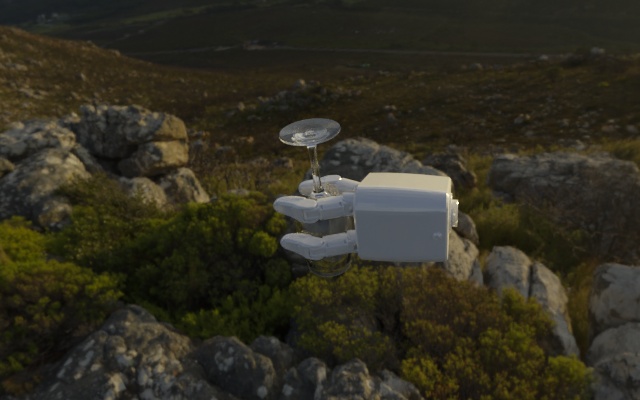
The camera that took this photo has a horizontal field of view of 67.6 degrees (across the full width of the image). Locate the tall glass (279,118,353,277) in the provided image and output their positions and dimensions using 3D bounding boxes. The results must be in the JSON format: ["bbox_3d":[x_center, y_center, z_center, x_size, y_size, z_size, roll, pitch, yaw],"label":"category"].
[{"bbox_3d":[0.000,0.001,0.615,0.079,0.201,0.079,-6,31,4],"label":"tall glass"}]
